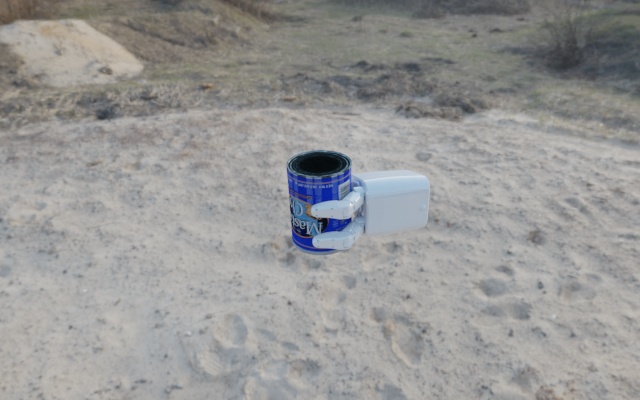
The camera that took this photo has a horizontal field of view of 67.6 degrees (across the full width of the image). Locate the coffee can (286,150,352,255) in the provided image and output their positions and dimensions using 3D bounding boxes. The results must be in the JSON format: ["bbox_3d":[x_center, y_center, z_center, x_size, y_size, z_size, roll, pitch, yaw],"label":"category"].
[{"bbox_3d":[0.000,0.003,0.773,0.103,0.140,0.102,-2,29,1],"label":"coffee can"}]
